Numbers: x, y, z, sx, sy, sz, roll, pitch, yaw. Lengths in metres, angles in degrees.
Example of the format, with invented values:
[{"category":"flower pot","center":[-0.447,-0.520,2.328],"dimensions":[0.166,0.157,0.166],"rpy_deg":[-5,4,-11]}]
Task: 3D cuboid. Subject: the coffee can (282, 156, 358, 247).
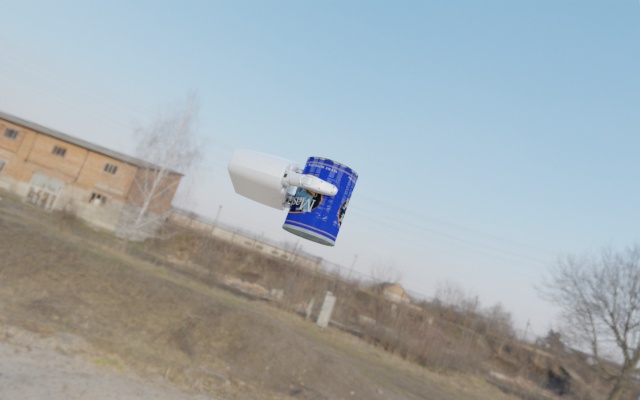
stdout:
[{"category":"coffee can","center":[0.000,0.003,0.887],"dimensions":[0.103,0.140,0.103],"rpy_deg":[19,-10,4]}]
